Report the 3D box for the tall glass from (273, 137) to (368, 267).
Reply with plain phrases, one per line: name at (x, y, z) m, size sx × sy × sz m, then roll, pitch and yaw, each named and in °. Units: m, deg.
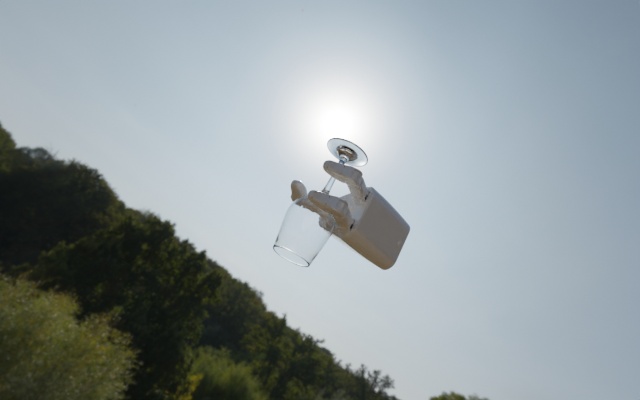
tall glass at (0.000, 0.002, 0.746) m, size 0.079 × 0.201 × 0.079 m, roll 25°, pitch -22°, yaw 11°
